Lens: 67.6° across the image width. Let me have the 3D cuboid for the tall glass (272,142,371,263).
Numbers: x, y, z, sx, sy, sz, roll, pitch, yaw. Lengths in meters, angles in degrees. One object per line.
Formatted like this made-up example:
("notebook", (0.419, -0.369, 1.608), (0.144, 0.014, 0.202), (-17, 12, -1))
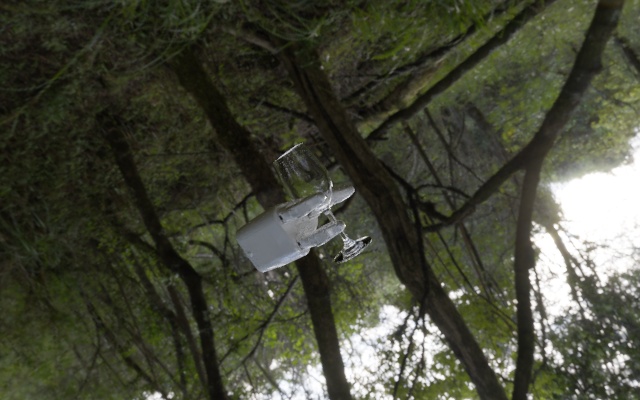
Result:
("tall glass", (0.001, 0.003, 0.798), (0.079, 0.201, 0.079), (-33, 8, 5))
